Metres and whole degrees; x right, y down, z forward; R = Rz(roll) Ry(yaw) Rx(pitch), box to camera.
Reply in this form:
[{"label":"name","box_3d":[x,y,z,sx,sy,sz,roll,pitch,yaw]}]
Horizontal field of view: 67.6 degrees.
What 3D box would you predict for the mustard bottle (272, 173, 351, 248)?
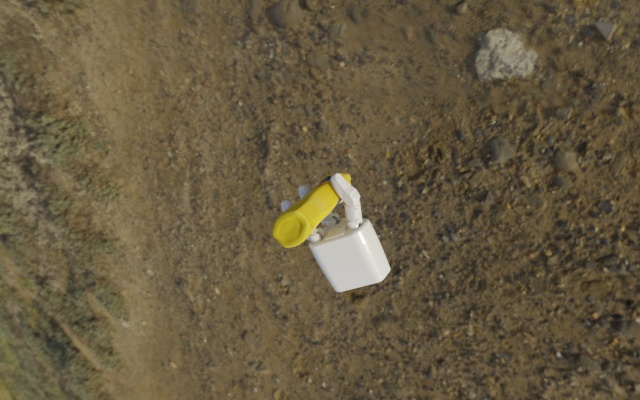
[{"label":"mustard bottle","box_3d":[0.000,0.003,0.837,0.191,0.058,0.096,-42,-3,-44]}]
